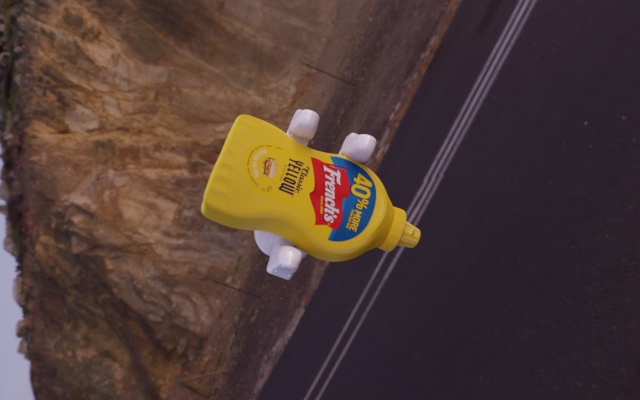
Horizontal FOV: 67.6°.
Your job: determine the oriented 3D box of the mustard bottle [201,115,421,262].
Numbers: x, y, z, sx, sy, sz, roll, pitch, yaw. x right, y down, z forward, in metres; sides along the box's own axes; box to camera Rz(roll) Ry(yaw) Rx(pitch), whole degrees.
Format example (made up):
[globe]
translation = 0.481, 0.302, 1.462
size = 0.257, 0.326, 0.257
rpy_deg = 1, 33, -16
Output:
[mustard bottle]
translation = 0.000, 0.001, 0.425
size = 0.191, 0.096, 0.058
rpy_deg = 22, -28, -9
